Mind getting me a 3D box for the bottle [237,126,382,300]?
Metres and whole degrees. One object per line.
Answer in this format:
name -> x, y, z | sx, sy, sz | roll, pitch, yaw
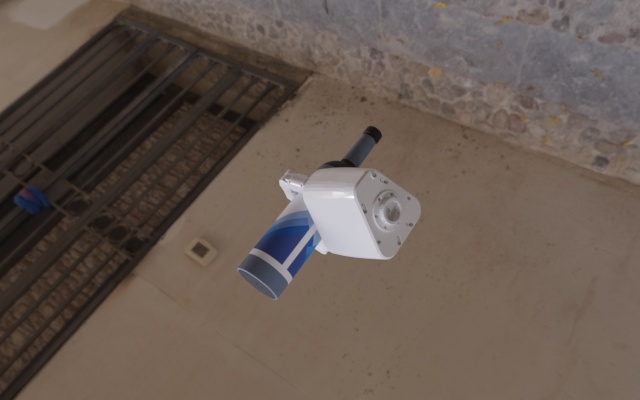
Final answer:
bottle -> 0.000, 0.002, 0.680 | 0.069, 0.295, 0.069 | 31, -23, 15
